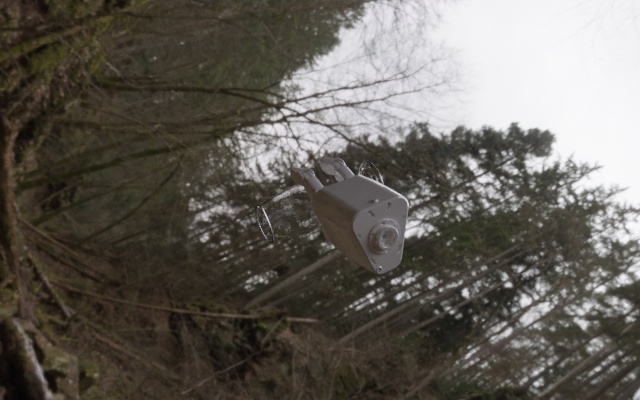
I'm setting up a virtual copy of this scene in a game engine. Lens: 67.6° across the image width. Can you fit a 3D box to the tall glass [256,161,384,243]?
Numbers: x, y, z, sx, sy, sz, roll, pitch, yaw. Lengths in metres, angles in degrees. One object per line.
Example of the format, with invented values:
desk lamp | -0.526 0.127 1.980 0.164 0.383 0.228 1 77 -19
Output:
tall glass | 0.001 0.002 0.764 0.201 0.079 0.079 -21 8 -21
